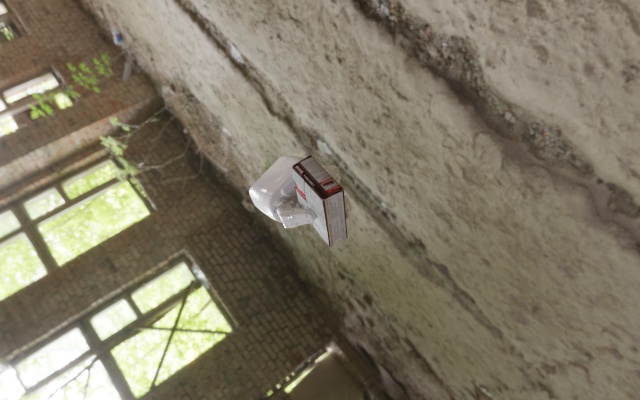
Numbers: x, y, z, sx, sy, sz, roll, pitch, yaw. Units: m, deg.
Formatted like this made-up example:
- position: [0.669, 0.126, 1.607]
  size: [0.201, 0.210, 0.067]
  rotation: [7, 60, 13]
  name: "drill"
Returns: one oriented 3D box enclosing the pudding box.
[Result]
- position: [0.000, 0.002, 0.719]
  size: [0.039, 0.114, 0.090]
  rotation: [-30, 52, -17]
  name: "pudding box"
